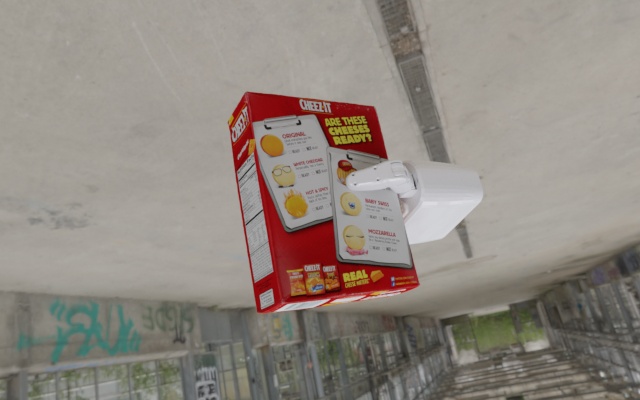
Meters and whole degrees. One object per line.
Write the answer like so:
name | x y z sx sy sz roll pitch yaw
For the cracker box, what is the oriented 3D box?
cracker box | 0.000 0.002 0.505 0.164 0.213 0.072 -1 -21 -32
